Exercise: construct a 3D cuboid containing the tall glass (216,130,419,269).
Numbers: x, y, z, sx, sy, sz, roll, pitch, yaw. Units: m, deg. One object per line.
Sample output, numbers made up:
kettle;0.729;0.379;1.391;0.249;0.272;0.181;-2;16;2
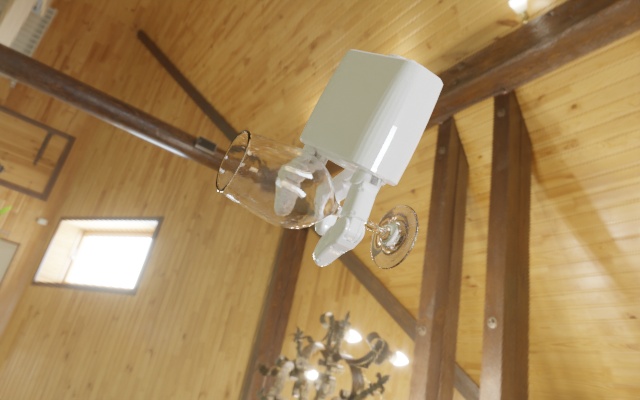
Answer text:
tall glass;0.001;0.002;0.476;0.201;0.079;0.079;25;-12;-27
